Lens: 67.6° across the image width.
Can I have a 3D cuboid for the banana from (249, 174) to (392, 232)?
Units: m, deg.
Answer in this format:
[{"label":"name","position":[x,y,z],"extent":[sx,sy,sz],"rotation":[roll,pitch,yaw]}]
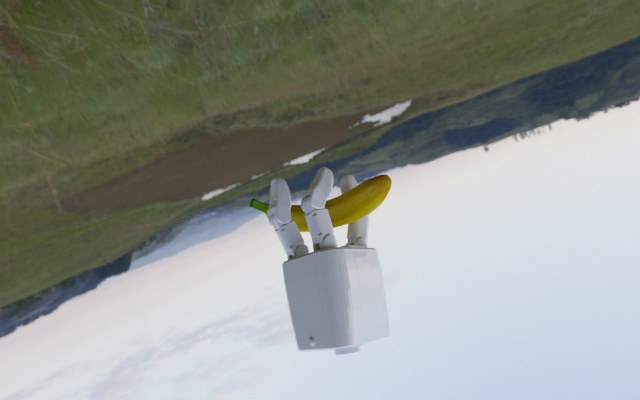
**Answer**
[{"label":"banana","position":[0.007,0.010,0.594],"extent":[0.198,0.037,0.070],"rotation":[-11,-30,29]}]
